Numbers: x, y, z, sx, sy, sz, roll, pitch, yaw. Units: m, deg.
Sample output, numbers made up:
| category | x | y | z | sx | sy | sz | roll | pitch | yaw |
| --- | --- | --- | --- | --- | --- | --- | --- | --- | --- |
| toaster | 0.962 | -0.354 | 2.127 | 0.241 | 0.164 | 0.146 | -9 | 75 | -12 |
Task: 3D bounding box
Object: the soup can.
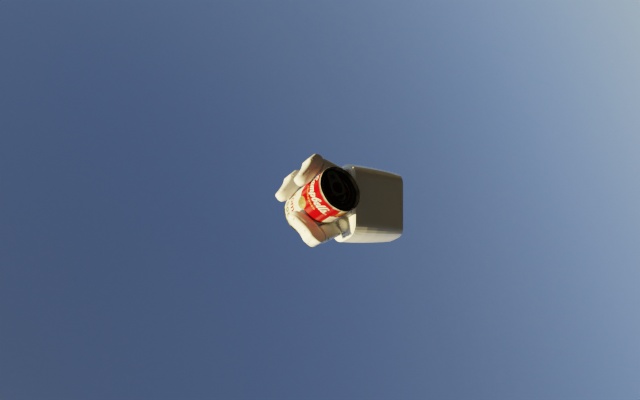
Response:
| category | x | y | z | sx | sy | sz | roll | pitch | yaw |
| --- | --- | --- | --- | --- | --- | --- | --- | --- | --- |
| soup can | 0.000 | 0.002 | 0.698 | 0.068 | 0.068 | 0.102 | 0 | -22 | -36 |
